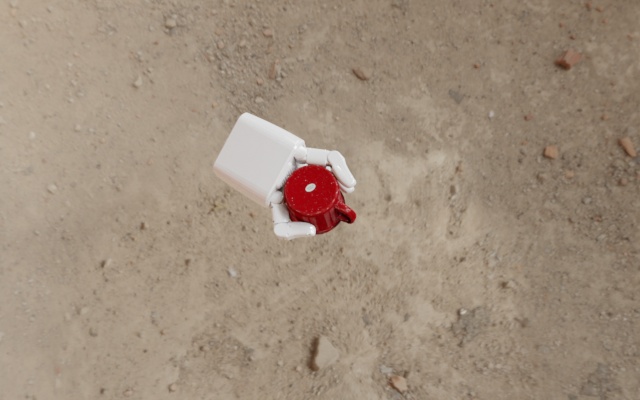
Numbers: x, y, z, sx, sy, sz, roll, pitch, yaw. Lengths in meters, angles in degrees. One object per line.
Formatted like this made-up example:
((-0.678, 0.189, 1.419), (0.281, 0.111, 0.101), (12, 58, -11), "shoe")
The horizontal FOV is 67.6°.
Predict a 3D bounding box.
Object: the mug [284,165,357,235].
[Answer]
((0.001, 0.003, 0.718), (0.117, 0.093, 0.081), (28, -14, 14), "mug")
